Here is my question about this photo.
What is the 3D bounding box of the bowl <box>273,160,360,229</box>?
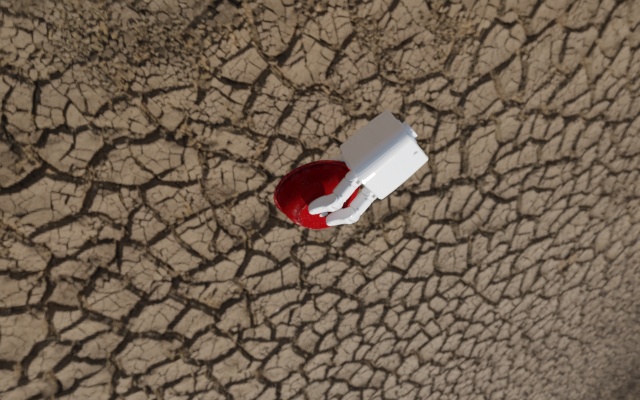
[{"bbox_3d":[-0.001,0.004,0.849,0.162,0.055,0.162,-10,-37,-8],"label":"bowl"}]
